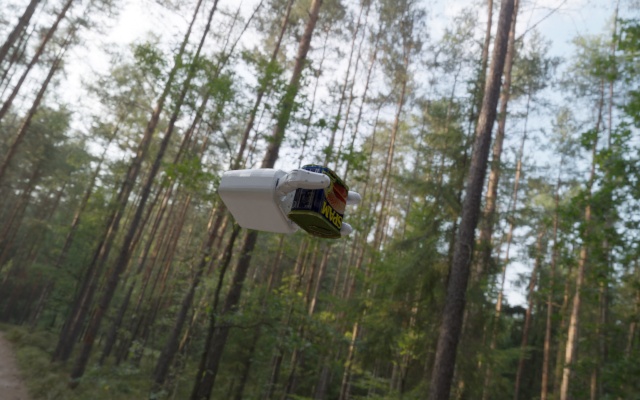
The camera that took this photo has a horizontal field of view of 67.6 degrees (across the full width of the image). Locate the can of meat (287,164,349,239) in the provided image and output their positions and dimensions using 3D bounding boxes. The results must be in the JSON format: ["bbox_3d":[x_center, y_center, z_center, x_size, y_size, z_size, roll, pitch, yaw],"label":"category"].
[{"bbox_3d":[0.000,0.002,0.738,0.057,0.084,0.102,1,-24,29],"label":"can of meat"}]
